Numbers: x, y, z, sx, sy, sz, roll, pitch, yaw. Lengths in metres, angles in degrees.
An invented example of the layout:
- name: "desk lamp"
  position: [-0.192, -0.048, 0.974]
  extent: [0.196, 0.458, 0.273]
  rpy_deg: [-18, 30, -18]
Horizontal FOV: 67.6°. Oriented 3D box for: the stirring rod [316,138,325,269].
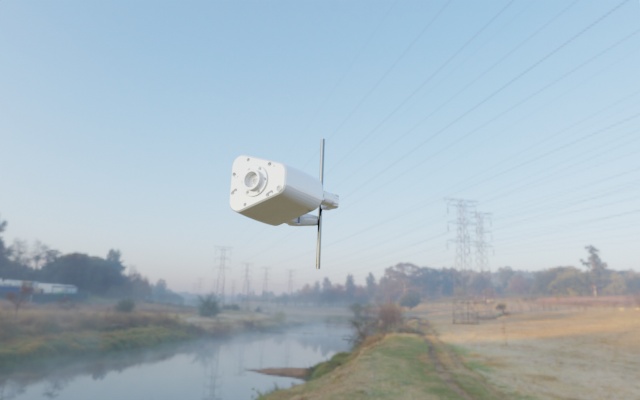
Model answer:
- name: "stirring rod"
  position: [0.000, 0.003, 0.863]
  extent: [0.011, 0.239, 0.011]
  rpy_deg: [2, -13, 0]
